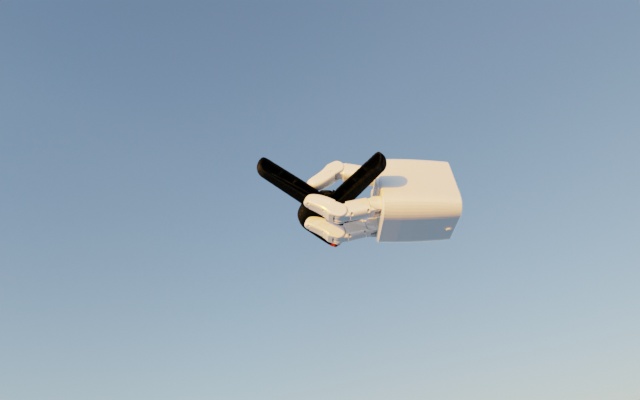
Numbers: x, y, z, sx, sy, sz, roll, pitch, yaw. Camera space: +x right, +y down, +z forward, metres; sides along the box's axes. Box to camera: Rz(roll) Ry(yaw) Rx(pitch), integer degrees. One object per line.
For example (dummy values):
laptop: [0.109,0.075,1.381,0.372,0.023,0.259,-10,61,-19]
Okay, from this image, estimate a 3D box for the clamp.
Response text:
clamp: [0.000,0.002,0.675,0.164,0.036,0.210,3,-34,1]
